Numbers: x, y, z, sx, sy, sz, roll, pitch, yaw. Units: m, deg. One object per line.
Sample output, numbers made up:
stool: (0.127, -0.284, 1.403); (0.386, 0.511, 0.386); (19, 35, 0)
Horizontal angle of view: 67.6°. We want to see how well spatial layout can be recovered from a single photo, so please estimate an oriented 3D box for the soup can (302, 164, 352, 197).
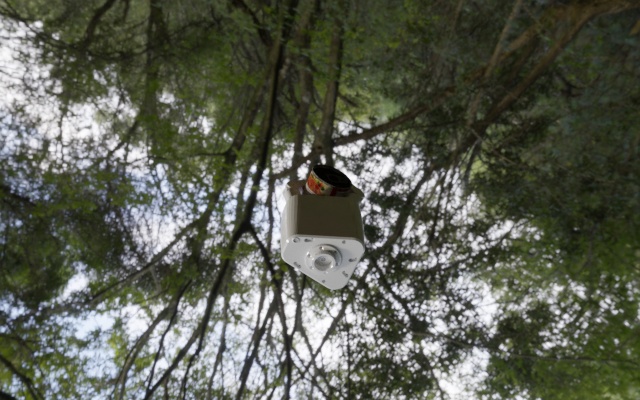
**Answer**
soup can: (0.000, 0.002, 0.769); (0.068, 0.102, 0.068); (20, 27, -10)
